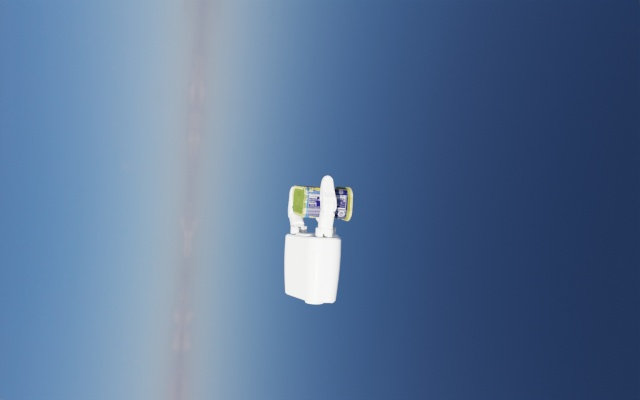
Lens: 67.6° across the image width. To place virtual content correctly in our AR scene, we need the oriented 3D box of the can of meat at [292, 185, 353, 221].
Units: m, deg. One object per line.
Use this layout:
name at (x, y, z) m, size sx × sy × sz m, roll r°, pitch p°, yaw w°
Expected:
can of meat at (0.000, 0.003, 0.836) m, size 0.084 × 0.057 × 0.102 m, roll 3°, pitch 2°, yaw -15°
